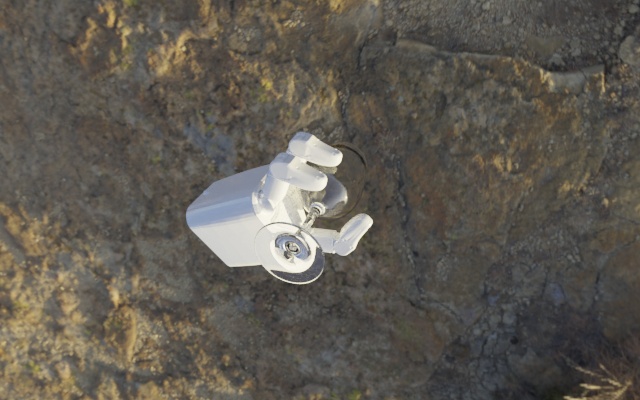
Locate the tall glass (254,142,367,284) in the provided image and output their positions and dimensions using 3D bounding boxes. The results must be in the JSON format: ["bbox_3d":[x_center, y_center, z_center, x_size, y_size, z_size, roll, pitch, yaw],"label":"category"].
[{"bbox_3d":[0.000,0.002,0.544,0.079,0.079,0.201,0,31,22],"label":"tall glass"}]
